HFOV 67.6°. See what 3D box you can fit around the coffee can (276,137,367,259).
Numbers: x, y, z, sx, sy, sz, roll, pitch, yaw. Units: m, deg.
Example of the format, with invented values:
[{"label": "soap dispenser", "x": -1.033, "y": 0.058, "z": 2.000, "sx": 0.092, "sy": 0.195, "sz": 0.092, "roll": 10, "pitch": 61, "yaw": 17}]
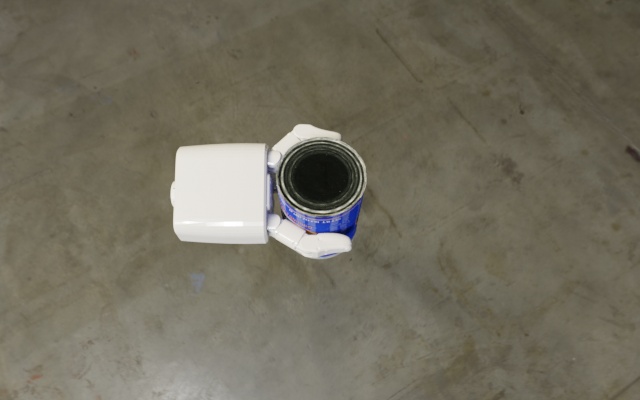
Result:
[{"label": "coffee can", "x": 0.000, "y": 0.002, "z": 0.595, "sx": 0.103, "sy": 0.102, "sz": 0.140, "roll": 0, "pitch": -26, "yaw": -1}]
